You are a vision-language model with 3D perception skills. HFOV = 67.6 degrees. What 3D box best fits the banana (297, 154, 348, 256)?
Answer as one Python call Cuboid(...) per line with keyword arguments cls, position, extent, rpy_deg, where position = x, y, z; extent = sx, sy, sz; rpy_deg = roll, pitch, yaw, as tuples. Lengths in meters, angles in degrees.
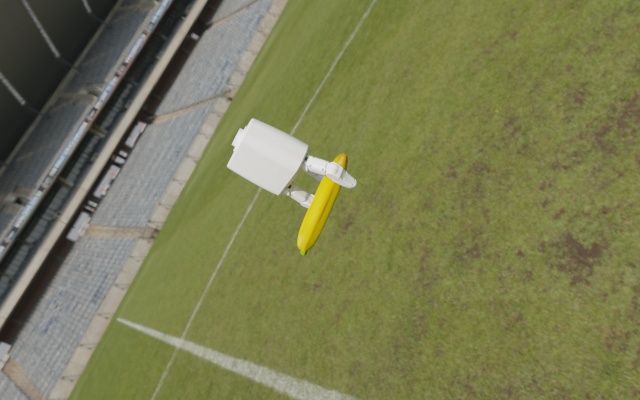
Cuboid(cls="banana", position=(0.001, 0.008, 0.830), extent=(0.037, 0.198, 0.069), rpy_deg=(24, 4, -8))
